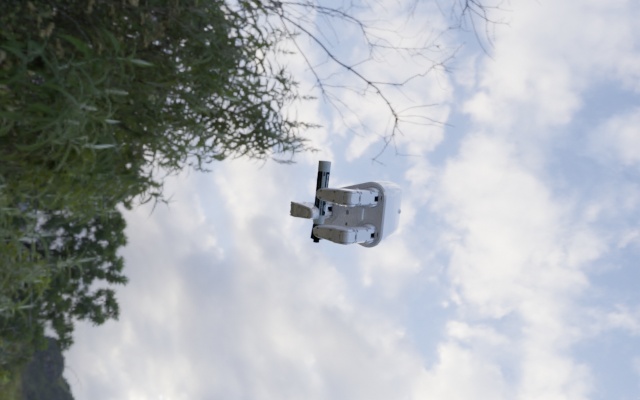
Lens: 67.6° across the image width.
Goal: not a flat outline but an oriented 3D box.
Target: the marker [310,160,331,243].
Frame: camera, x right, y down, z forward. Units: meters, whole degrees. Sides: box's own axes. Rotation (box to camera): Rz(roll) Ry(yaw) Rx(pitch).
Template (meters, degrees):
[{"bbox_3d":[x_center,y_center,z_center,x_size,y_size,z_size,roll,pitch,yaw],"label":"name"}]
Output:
[{"bbox_3d":[0.000,0.002,0.696,0.020,0.121,0.020,6,7,-1],"label":"marker"}]
